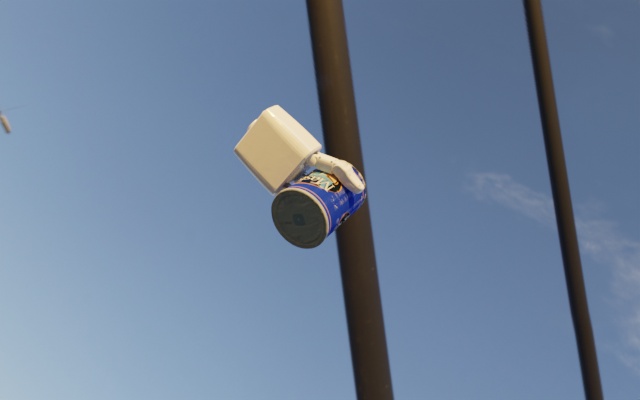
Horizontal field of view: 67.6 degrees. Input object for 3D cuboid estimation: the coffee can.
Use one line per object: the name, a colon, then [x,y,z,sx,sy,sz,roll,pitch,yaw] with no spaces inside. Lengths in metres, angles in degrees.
coffee can: [0.000,0.003,0.791,0.103,0.103,0.140,0,23,33]
